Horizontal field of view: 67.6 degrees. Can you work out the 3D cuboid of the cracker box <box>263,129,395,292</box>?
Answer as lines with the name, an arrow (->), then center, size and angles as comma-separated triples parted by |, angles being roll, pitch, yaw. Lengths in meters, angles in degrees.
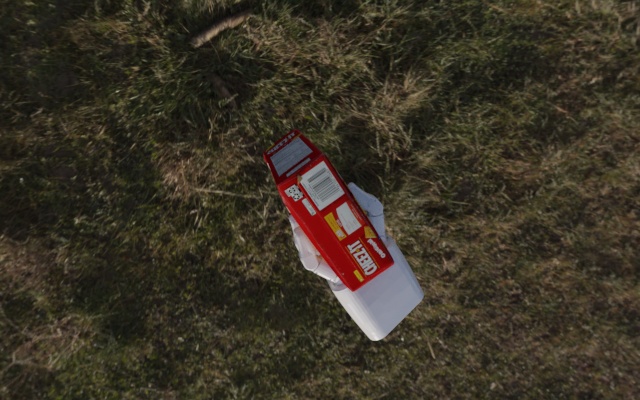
cracker box -> 0.000, 0.002, 0.635 | 0.072, 0.164, 0.213 | -35, 19, 0
